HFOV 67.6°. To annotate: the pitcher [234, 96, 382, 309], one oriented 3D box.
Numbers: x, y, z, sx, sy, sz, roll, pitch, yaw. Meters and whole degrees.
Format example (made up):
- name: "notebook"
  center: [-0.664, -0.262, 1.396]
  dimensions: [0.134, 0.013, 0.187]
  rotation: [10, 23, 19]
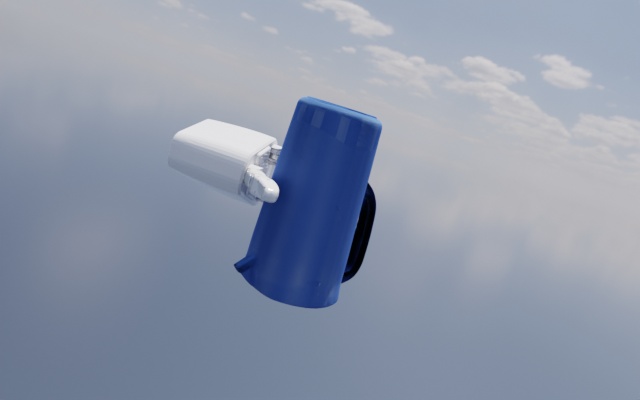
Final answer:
- name: "pitcher"
  center: [0.000, 0.002, 0.606]
  dimensions: [0.145, 0.243, 0.149]
  rotation: [19, 11, 9]
